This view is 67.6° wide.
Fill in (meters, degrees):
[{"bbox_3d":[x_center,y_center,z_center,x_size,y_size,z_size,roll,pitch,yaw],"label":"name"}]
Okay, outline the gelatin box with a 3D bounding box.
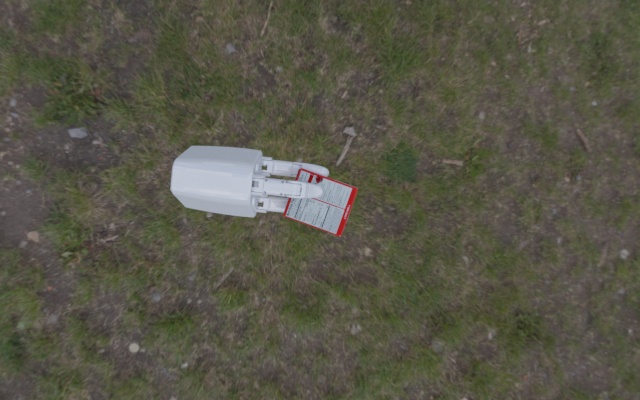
[{"bbox_3d":[0.000,0.002,0.679,0.089,0.073,0.030,20,2,2],"label":"gelatin box"}]
